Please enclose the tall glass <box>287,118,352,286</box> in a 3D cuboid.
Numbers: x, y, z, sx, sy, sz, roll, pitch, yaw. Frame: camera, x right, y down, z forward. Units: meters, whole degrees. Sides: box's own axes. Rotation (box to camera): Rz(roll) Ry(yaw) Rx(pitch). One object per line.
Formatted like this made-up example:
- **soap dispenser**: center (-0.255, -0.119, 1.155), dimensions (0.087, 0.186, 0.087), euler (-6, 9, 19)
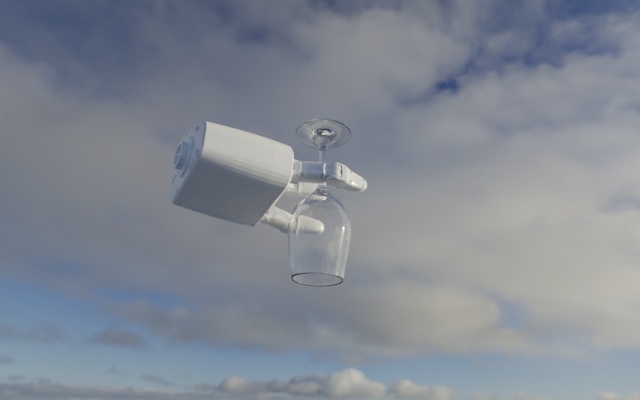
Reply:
- **tall glass**: center (0.000, 0.001, 0.597), dimensions (0.079, 0.201, 0.079), euler (2, -24, 1)
